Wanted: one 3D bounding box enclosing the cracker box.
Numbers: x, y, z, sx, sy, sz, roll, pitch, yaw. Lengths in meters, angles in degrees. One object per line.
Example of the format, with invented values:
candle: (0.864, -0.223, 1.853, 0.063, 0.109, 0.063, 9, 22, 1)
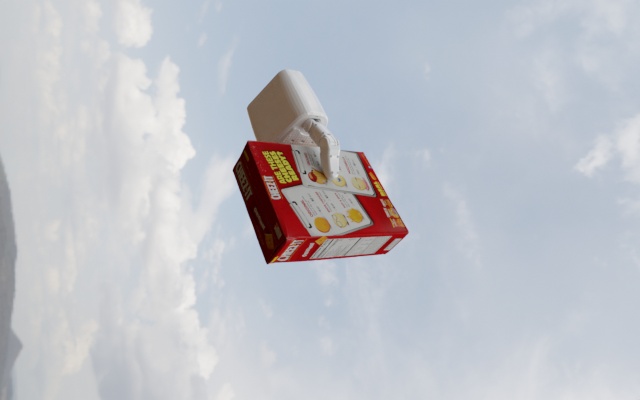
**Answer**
cracker box: (0.000, 0.002, 0.686, 0.214, 0.164, 0.072, 0, -39, -37)
